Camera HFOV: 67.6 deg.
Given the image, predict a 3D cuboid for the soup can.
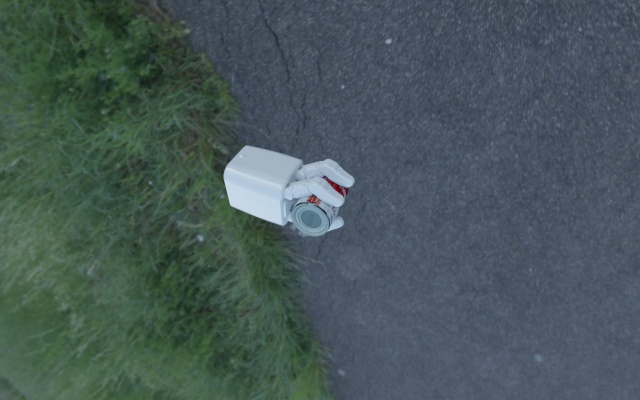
[{"bbox_3d":[0.000,0.003,0.792,0.068,0.068,0.102,0,35,24],"label":"soup can"}]
